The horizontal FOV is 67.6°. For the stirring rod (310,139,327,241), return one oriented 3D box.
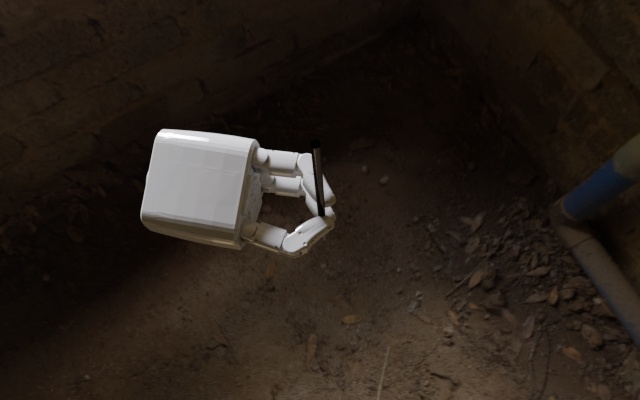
[{"bbox_3d":[0.000,0.002,0.469,0.011,0.011,0.240,0,-21,2],"label":"stirring rod"}]
